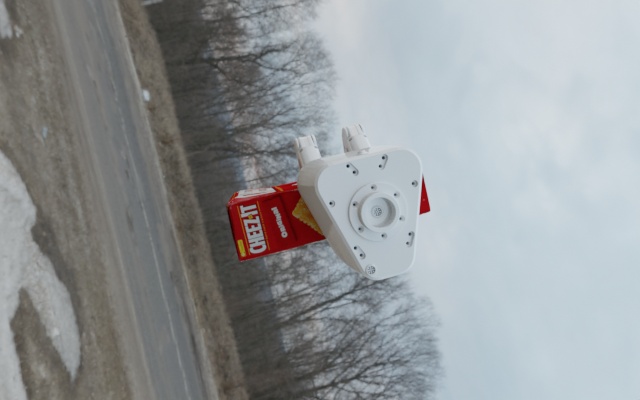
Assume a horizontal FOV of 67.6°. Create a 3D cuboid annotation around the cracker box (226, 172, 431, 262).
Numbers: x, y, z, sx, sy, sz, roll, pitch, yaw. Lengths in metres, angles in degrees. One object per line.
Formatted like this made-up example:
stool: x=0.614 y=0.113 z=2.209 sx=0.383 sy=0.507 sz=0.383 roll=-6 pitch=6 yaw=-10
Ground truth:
cracker box: x=0.000 y=0.002 z=0.579 sx=0.213 sy=0.072 sz=0.164 roll=-13 pitch=5 yaw=-7
